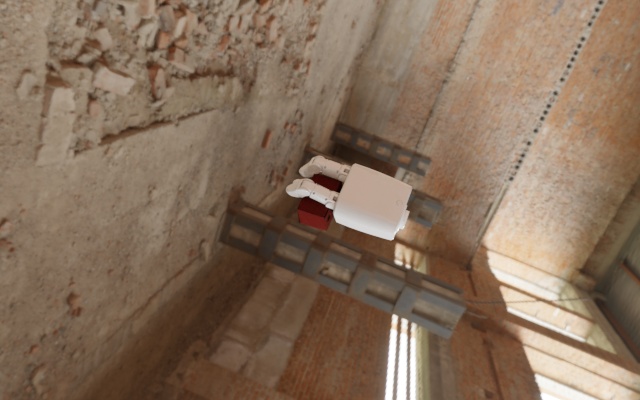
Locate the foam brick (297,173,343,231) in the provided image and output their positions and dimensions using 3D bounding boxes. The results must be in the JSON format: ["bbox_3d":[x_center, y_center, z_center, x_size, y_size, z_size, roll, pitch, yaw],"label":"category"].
[{"bbox_3d":[0.000,0.003,0.812,0.051,0.078,0.053,19,-25,13],"label":"foam brick"}]
